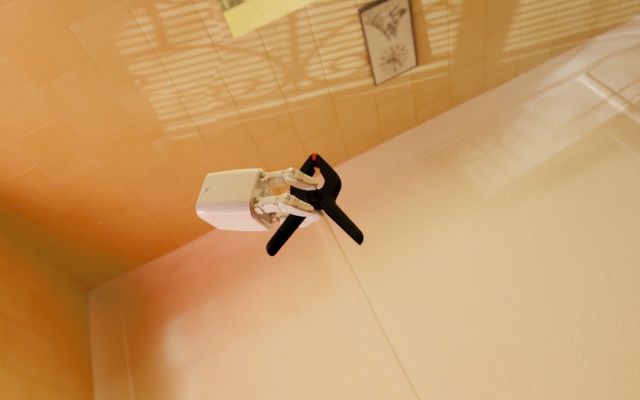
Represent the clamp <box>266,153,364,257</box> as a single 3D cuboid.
[{"bbox_3d":[0.000,0.003,0.832,0.164,0.209,0.036,-2,-36,16],"label":"clamp"}]
